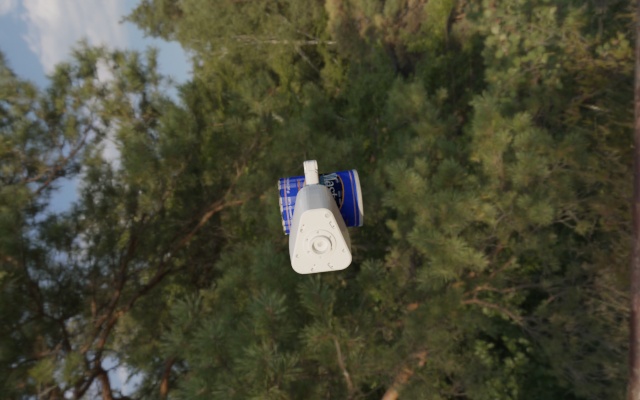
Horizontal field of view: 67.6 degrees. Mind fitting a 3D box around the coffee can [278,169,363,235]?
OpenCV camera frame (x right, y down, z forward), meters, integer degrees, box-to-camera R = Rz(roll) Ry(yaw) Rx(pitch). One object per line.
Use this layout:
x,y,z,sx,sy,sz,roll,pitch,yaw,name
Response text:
0.000,0.003,0.857,0.140,0.103,0.103,-7,0,-1,coffee can
